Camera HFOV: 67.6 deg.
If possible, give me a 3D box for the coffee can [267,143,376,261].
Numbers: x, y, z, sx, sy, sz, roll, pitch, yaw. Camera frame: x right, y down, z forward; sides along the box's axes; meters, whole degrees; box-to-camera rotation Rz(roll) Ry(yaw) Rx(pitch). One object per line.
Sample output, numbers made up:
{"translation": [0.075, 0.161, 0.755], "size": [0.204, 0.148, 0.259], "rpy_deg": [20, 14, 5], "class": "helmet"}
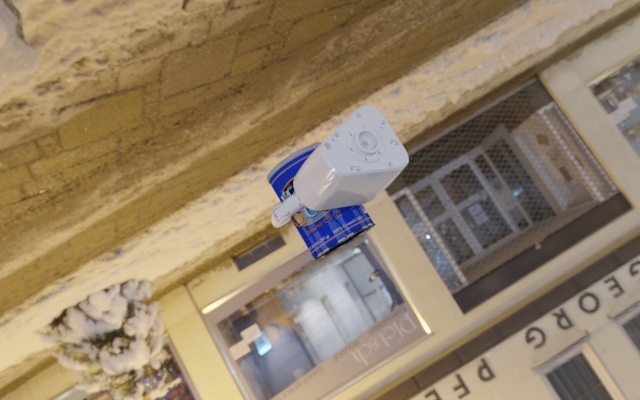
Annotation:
{"translation": [0.000, 0.002, 0.696], "size": [0.103, 0.140, 0.103], "rpy_deg": [-30, -10, -6], "class": "coffee can"}
